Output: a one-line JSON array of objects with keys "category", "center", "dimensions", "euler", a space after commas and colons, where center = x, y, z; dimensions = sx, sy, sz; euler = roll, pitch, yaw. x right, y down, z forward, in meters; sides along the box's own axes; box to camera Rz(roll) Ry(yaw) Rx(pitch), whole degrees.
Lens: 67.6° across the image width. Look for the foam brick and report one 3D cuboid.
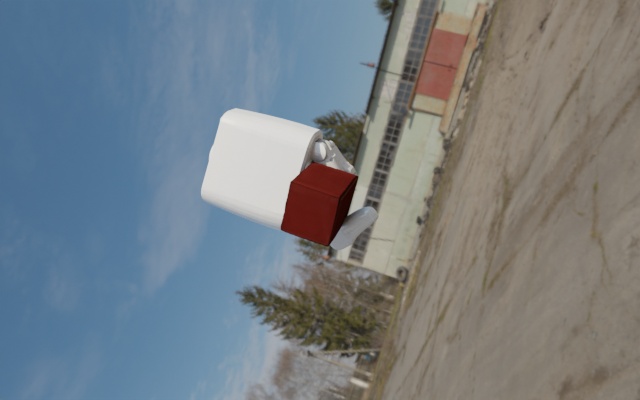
[{"category": "foam brick", "center": [0.000, 0.002, 0.474], "dimensions": [0.051, 0.053, 0.078], "euler": [19, 23, 10]}]
